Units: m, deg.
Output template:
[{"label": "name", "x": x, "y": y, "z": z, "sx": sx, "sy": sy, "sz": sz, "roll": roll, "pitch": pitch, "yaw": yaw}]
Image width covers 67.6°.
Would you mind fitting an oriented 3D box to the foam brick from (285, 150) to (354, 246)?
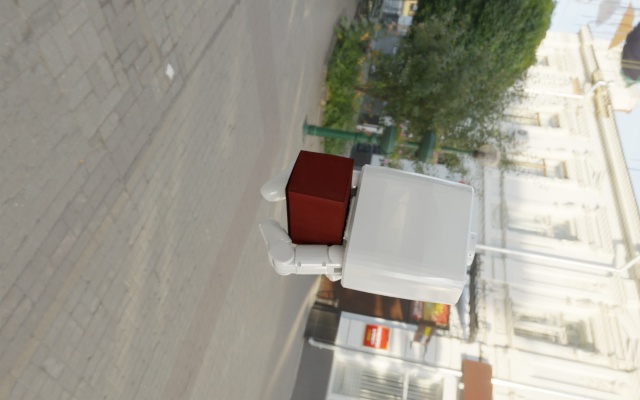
[{"label": "foam brick", "x": 0.000, "y": 0.001, "z": 0.436, "sx": 0.051, "sy": 0.053, "sz": 0.078, "roll": 10, "pitch": -39, "yaw": 8}]
